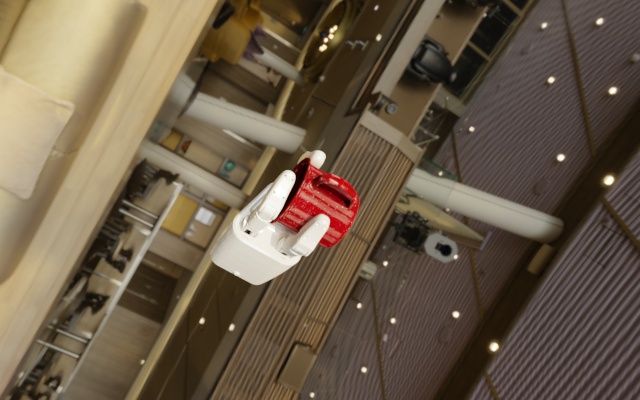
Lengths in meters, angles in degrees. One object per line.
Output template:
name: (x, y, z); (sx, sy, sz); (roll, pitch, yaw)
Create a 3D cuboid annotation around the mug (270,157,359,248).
mug: (0.001, 0.001, 0.585); (0.081, 0.093, 0.117); (31, -36, -17)
